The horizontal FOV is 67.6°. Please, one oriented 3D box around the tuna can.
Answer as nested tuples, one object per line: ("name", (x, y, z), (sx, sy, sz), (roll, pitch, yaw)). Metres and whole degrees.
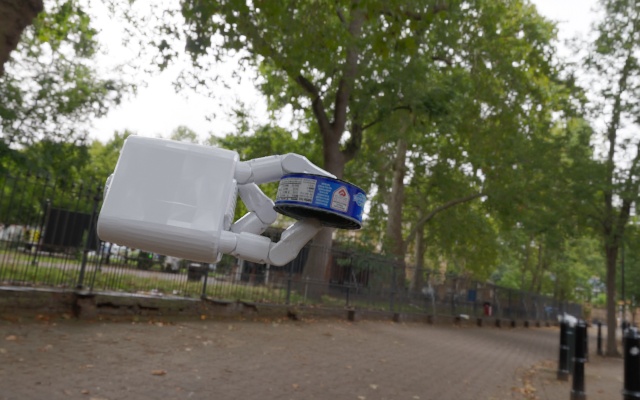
("tuna can", (0.000, 0.001, 0.457), (0.086, 0.033, 0.086), (12, -11, 2))
